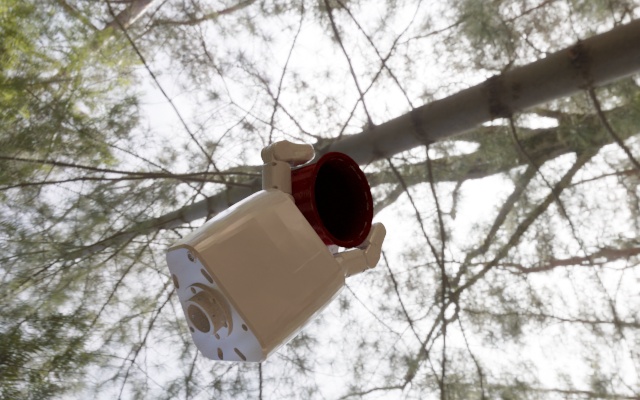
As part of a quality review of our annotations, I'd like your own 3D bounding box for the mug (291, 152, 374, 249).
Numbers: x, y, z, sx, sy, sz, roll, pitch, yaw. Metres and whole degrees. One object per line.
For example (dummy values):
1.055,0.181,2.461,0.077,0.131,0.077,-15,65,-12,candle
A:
0.001,0.001,0.487,0.081,0.093,0.117,-13,13,41,mug
